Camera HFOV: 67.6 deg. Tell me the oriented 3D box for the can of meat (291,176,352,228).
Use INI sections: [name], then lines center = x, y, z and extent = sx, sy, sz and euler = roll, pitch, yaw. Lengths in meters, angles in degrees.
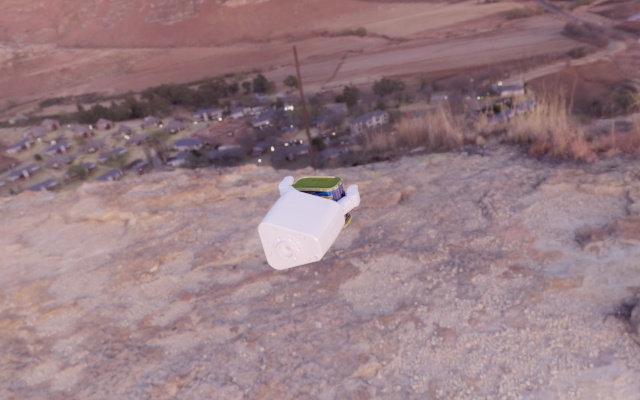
[can of meat]
center = 0.000, 0.003, 0.887
extent = 0.102, 0.084, 0.057
euler = 1, 30, 27
